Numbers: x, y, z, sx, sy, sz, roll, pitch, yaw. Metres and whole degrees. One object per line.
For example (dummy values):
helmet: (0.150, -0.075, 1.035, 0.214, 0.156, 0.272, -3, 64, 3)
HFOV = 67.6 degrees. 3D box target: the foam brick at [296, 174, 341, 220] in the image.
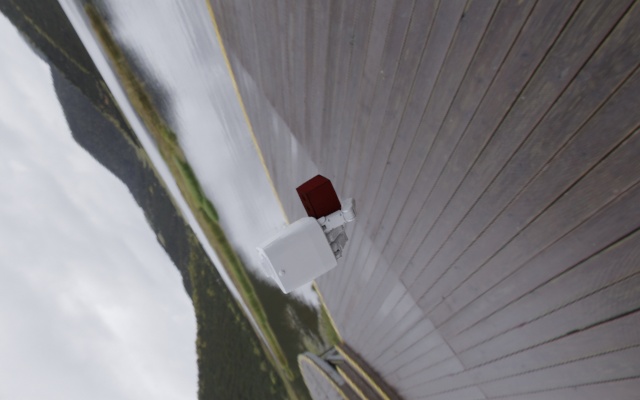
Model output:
foam brick: (0.000, 0.002, 0.841, 0.051, 0.078, 0.053, -30, 22, -14)
